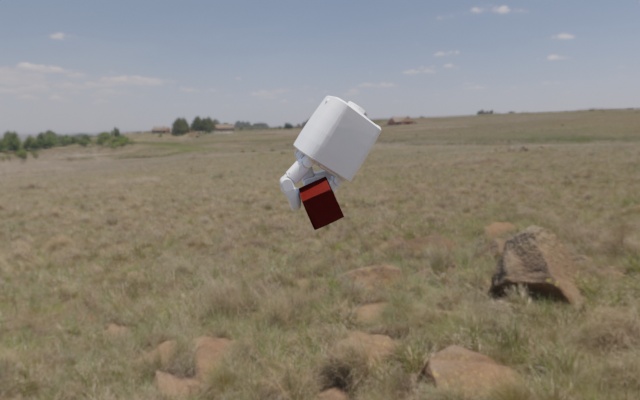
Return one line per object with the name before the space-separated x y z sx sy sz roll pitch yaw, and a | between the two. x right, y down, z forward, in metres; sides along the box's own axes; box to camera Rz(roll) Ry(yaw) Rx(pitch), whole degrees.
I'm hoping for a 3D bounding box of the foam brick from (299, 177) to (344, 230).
foam brick | 0.000 0.003 0.767 0.051 0.053 0.078 -23 20 1
